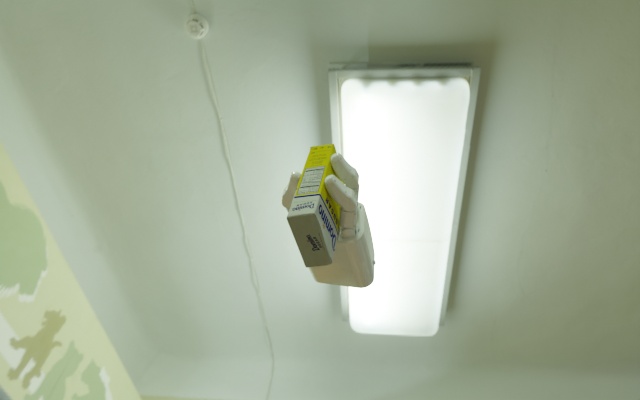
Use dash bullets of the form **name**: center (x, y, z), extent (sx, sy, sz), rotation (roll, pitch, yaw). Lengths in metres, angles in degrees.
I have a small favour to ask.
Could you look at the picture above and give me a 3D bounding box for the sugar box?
- **sugar box**: center (0.001, 0.002, 0.690), extent (0.048, 0.093, 0.176), rotation (-9, 36, 14)
